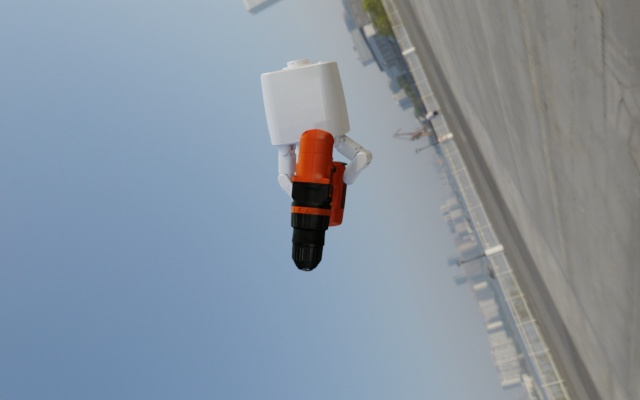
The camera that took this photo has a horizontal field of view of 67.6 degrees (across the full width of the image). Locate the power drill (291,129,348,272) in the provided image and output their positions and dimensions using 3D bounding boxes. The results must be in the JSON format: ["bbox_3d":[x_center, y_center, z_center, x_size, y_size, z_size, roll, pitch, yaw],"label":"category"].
[{"bbox_3d":[0.000,0.002,0.688,0.057,0.184,0.187,7,-1,7],"label":"power drill"}]
